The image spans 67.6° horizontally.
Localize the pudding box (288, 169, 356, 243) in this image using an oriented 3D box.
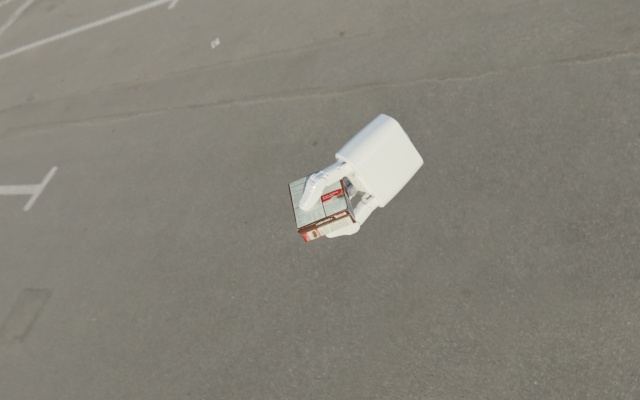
[{"bbox_3d":[0.000,0.002,0.772,0.090,0.113,0.039,-23,-47,9],"label":"pudding box"}]
